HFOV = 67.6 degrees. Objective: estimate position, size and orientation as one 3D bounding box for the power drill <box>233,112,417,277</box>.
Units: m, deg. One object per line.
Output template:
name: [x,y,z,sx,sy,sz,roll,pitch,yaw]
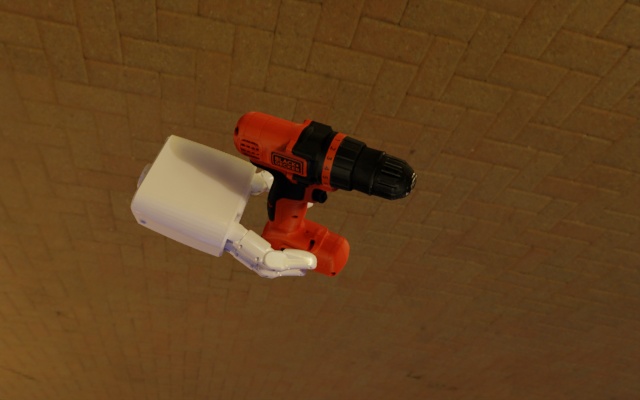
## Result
power drill: [0.000,0.002,0.512,0.184,0.188,0.057,21,49,15]
